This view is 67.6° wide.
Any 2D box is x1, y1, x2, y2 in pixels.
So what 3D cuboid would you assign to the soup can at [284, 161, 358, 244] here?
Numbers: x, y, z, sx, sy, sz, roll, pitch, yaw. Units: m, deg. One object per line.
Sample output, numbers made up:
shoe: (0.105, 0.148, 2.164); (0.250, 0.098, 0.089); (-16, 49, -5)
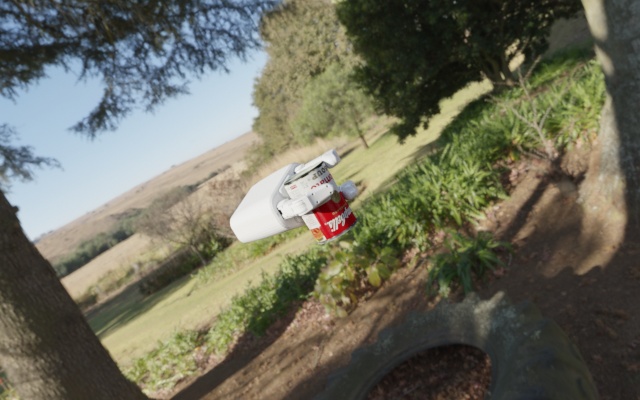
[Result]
soup can: (0.000, 0.002, 0.691); (0.068, 0.102, 0.068); (-29, 9, 5)
